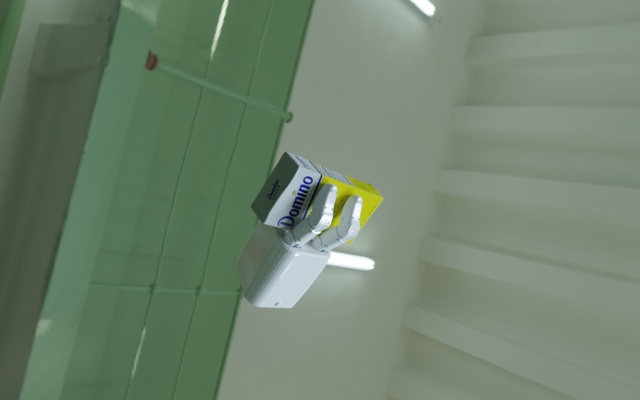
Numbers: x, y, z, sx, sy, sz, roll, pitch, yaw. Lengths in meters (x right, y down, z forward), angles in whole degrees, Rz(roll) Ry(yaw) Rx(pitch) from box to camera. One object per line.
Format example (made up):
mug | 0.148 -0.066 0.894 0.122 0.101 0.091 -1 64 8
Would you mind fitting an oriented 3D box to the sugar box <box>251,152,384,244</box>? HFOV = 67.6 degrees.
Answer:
sugar box | 0.000 0.003 0.664 0.176 0.093 0.048 15 25 -46
